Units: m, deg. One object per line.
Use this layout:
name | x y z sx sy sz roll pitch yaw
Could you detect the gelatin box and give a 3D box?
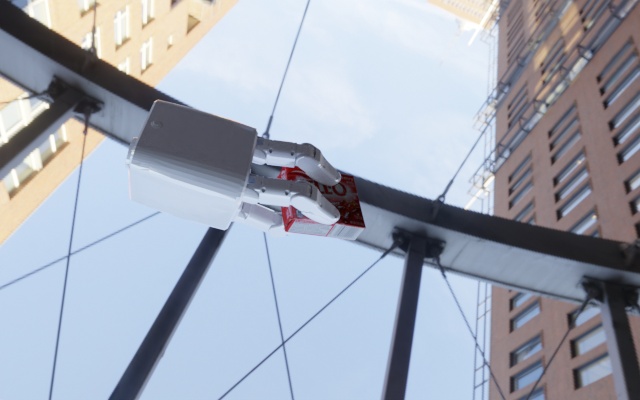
gelatin box | 0.000 0.002 0.524 0.089 0.073 0.030 9 -40 -26
